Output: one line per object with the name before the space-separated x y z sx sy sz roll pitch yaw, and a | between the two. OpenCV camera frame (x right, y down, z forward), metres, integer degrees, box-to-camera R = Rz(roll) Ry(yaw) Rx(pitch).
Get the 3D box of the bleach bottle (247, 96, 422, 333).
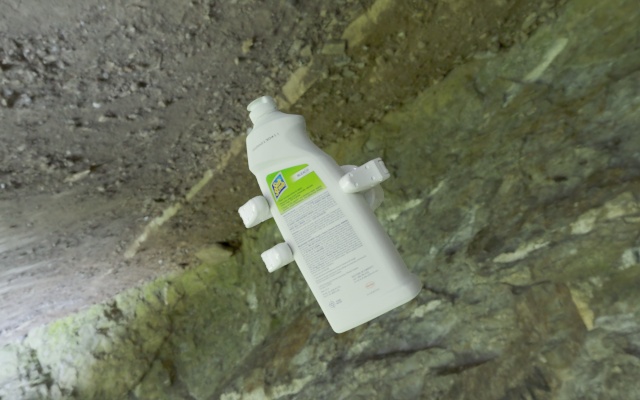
bleach bottle | 0.000 0.002 0.495 0.102 0.251 0.068 -29 -6 14
